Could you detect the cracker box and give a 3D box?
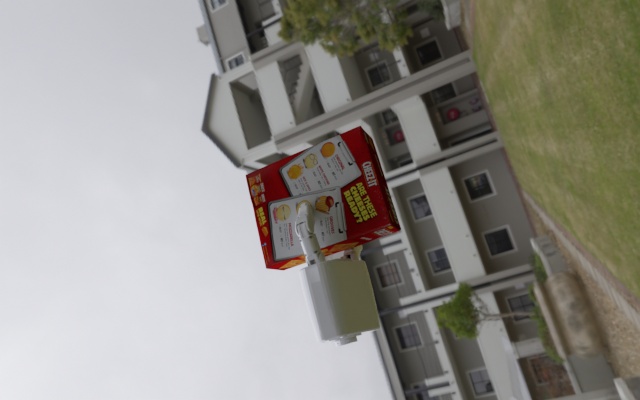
[{"bbox_3d":[0.000,0.003,0.759,0.214,0.164,0.072,-21,-18,19],"label":"cracker box"}]
